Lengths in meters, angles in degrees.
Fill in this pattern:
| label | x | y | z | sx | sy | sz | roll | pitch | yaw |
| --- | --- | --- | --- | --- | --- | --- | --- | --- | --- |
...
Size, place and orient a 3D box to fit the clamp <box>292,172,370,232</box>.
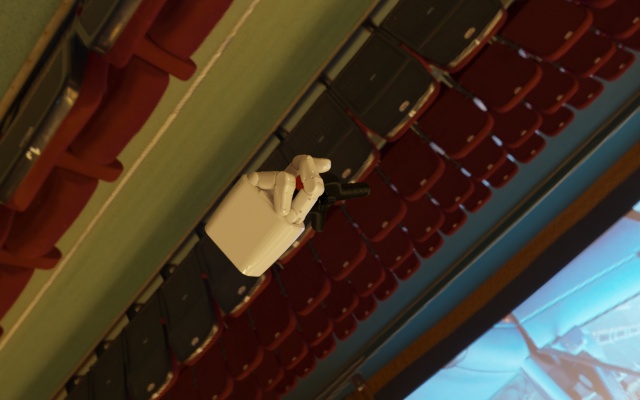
| label | x | y | z | sx | sy | sz | roll | pitch | yaw |
| --- | --- | --- | --- | --- | --- | --- | --- | --- | --- |
| clamp | 0.000 | 0.003 | 0.758 | 0.171 | 0.120 | 0.039 | 17 | 29 | -55 |
